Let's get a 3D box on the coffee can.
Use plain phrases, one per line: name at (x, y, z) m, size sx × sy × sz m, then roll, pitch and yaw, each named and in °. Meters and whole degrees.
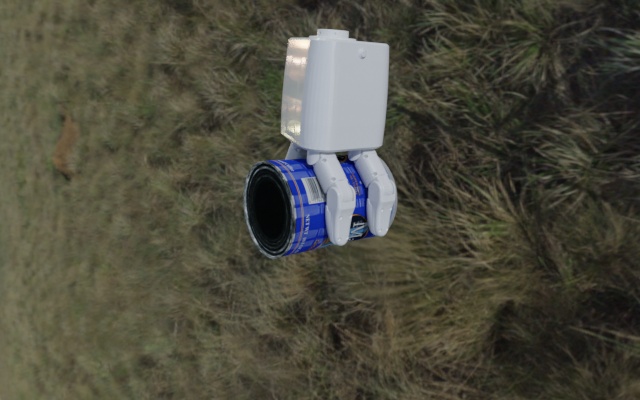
coffee can at (0.000, 0.002, 0.533) m, size 0.140 × 0.103 × 0.103 m, roll -9°, pitch 5°, yaw -36°
